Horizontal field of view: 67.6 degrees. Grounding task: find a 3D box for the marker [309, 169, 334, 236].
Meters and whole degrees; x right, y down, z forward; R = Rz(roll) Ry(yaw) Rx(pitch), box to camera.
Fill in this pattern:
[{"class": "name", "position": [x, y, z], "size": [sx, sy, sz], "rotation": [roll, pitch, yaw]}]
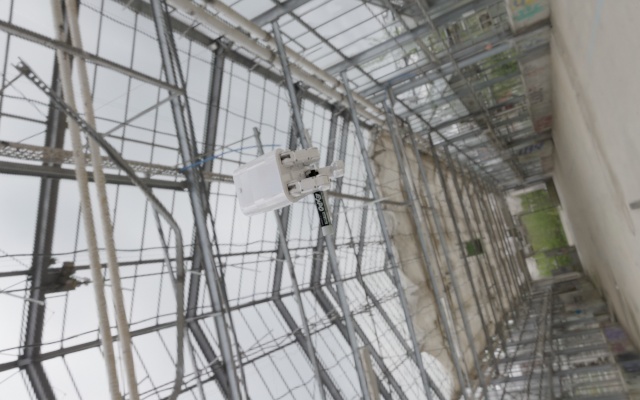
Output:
[{"class": "marker", "position": [0.000, 0.003, 0.851], "size": [0.020, 0.121, 0.020], "rotation": [-14, -10, -3]}]
